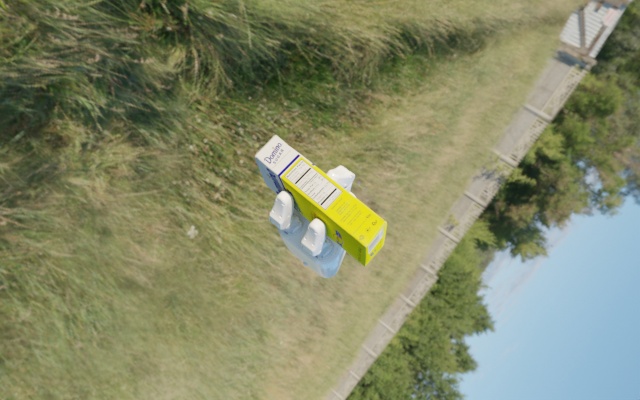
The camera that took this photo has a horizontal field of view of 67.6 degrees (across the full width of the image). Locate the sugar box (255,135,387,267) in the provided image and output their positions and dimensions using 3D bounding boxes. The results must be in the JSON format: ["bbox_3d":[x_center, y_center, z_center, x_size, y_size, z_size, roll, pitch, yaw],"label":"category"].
[{"bbox_3d":[0.000,0.002,0.591,0.176,0.048,0.093,36,-15,17],"label":"sugar box"}]
